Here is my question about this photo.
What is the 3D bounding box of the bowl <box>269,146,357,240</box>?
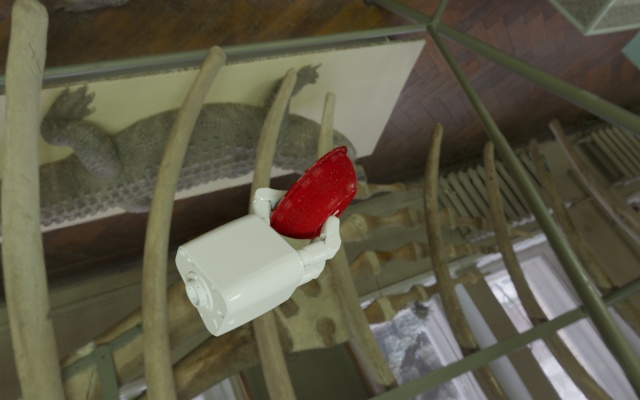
[{"bbox_3d":[0.001,0.002,0.663,0.055,0.162,0.162,42,8,10],"label":"bowl"}]
